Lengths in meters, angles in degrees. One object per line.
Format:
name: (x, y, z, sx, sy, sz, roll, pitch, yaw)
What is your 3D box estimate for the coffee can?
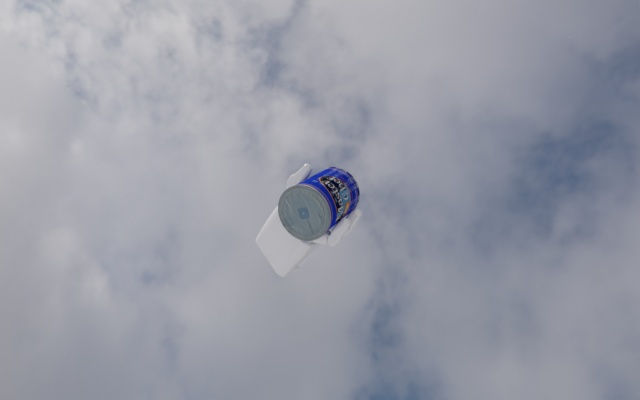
coffee can: (0.000, 0.003, 0.887, 0.103, 0.103, 0.140, 0, 17, 27)
